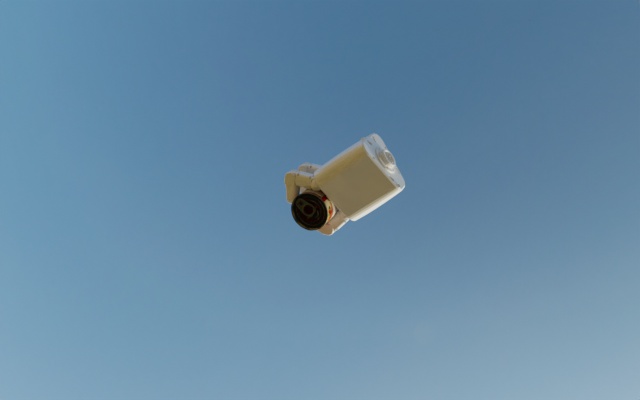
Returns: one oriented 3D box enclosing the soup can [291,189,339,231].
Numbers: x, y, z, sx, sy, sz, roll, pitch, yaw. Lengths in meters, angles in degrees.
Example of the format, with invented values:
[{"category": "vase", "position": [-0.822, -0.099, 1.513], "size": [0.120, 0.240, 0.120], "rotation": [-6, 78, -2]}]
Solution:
[{"category": "soup can", "position": [0.000, 0.003, 0.844], "size": [0.068, 0.068, 0.102], "rotation": [0, 19, 24]}]
